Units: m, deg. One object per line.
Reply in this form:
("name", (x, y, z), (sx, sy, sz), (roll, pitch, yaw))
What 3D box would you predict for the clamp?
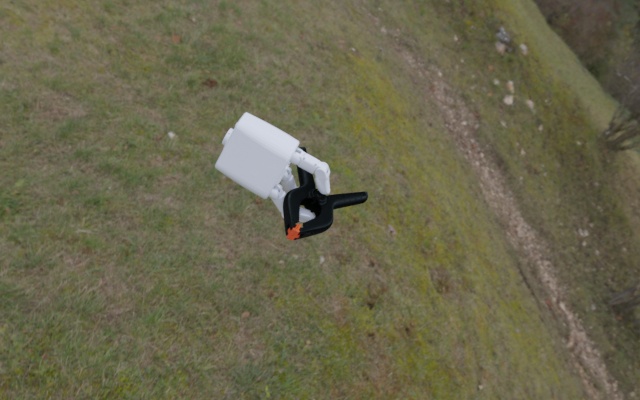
("clamp", (0.000, 0.003, 0.853), (0.164, 0.209, 0.036), (30, -48, -7))
